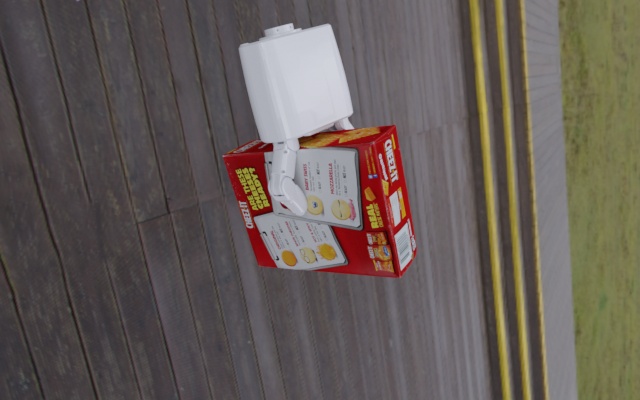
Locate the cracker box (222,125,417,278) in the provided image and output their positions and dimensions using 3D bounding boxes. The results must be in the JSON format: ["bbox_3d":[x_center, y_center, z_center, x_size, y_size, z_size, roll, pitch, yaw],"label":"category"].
[{"bbox_3d":[0.000,0.002,0.589,0.213,0.164,0.072,-1,24,34],"label":"cracker box"}]
